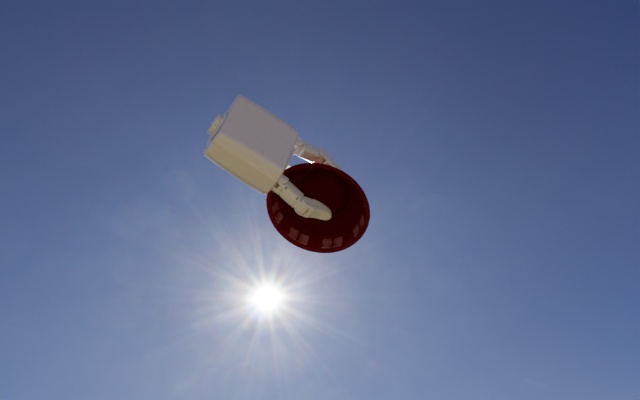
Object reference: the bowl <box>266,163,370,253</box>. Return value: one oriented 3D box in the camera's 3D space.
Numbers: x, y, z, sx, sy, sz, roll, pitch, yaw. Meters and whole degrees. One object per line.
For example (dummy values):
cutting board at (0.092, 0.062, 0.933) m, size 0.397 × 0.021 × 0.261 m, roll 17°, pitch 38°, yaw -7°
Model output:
bowl at (0.001, 0.003, 0.747) m, size 0.162 × 0.162 × 0.055 m, roll 0°, pitch 31°, yaw 14°
